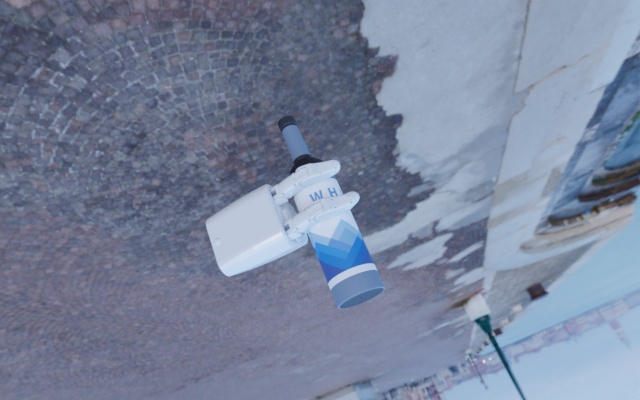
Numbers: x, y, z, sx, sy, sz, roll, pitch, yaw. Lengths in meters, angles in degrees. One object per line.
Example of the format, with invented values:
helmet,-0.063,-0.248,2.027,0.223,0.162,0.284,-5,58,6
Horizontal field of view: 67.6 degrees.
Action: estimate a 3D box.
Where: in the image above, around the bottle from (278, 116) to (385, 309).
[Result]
bottle,0.000,0.002,0.674,0.069,0.295,0.069,-19,-24,-9
